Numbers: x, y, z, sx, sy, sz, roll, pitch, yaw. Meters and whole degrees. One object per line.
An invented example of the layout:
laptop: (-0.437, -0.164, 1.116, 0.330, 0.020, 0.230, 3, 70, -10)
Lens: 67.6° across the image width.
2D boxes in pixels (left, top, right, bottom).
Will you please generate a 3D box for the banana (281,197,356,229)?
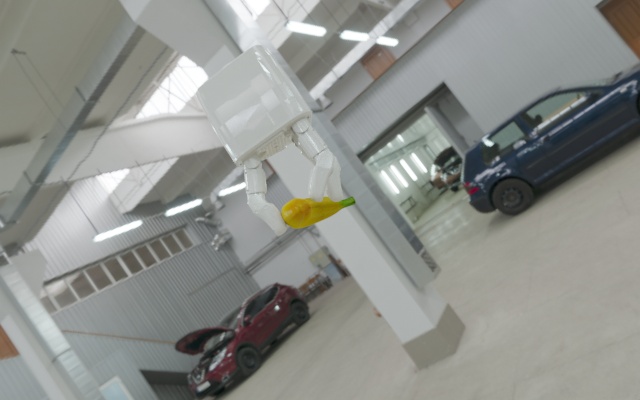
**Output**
banana: (-0.014, 0.011, 0.632, 0.069, 0.037, 0.198, -31, -6, 19)
